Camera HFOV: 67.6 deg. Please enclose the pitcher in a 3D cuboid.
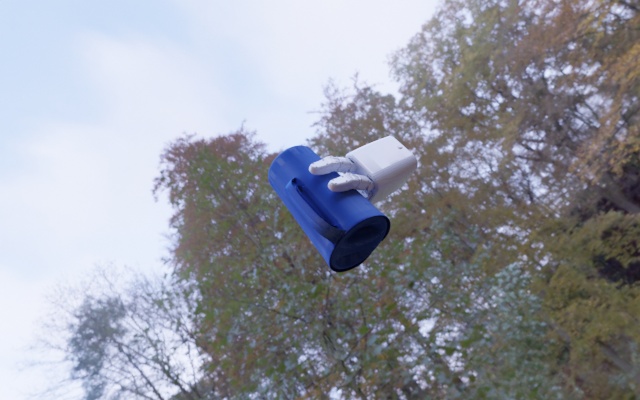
[{"bbox_3d":[0.000,0.003,0.879,0.145,0.149,0.242,-27,54,-23],"label":"pitcher"}]
